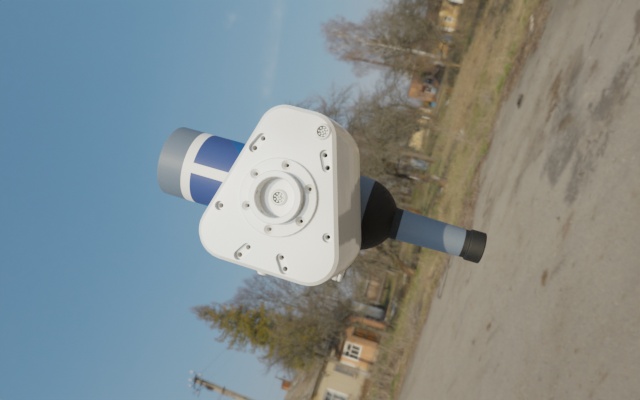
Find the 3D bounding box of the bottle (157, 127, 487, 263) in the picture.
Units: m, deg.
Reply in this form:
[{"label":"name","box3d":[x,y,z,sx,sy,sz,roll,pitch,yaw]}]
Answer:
[{"label":"bottle","box3d":[0.000,0.001,0.436,0.295,0.069,0.069,16,3,10]}]
